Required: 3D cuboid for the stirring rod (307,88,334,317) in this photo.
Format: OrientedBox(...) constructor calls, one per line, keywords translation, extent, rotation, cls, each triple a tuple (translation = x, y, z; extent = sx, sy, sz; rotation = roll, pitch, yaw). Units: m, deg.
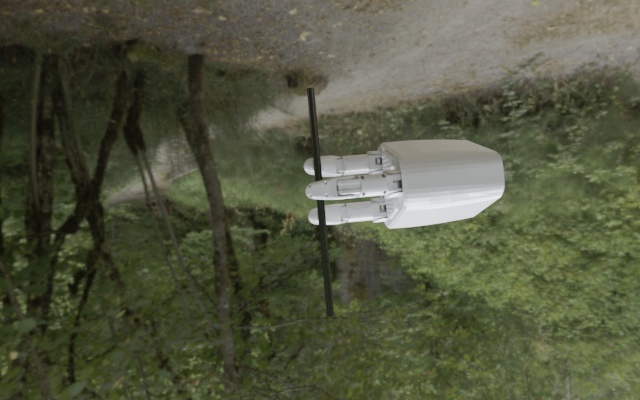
OrientedBox(translation=(0.000, 0.002, 0.504), extent=(0.011, 0.239, 0.011), rotation=(-5, 0, 0), cls="stirring rod")
